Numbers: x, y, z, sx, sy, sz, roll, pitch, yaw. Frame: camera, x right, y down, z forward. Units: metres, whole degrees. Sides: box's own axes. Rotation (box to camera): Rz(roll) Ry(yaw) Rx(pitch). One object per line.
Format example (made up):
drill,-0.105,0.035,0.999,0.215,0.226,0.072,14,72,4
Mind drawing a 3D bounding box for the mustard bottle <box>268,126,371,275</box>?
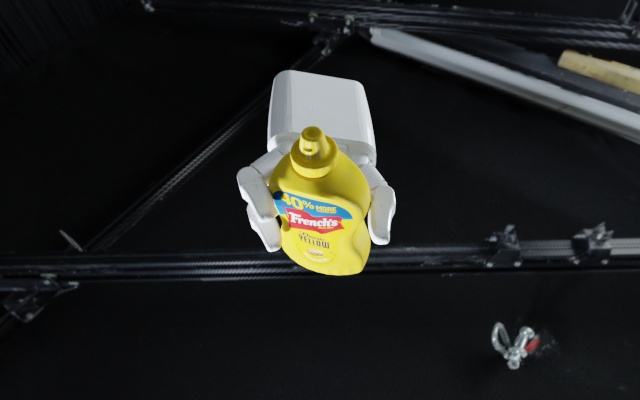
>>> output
mustard bottle,0.000,0.002,0.461,0.096,0.058,0.192,16,-34,16
